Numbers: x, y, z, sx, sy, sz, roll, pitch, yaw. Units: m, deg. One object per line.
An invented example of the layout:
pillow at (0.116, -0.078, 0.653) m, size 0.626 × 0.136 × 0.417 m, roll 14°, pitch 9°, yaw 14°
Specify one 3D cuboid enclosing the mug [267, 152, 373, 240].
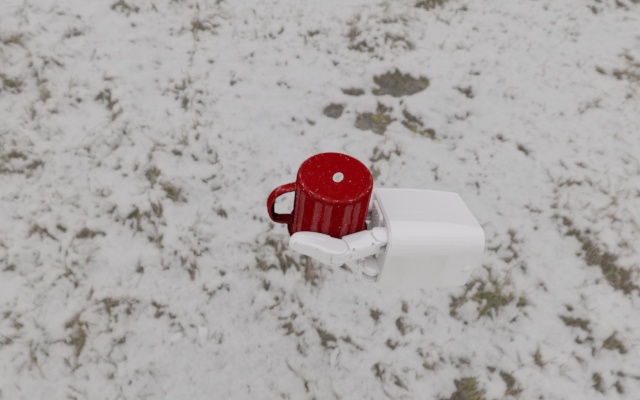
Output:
mug at (-0.001, 0.001, 0.520) m, size 0.117 × 0.093 × 0.082 m, roll 0°, pitch -45°, yaw -8°
